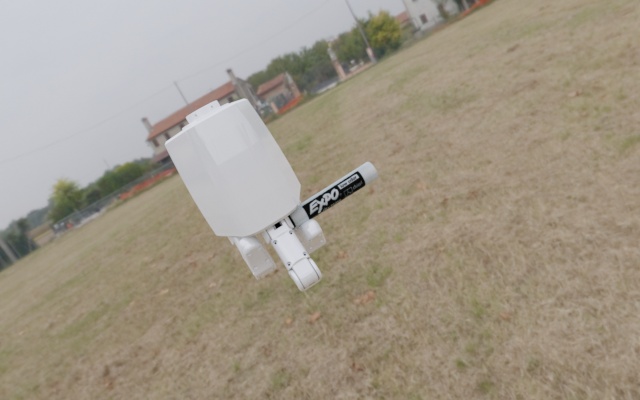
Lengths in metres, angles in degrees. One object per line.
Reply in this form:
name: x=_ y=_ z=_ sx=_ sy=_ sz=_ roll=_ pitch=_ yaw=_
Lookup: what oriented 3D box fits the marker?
marker: x=0.000 y=0.002 z=0.448 sx=0.121 sy=0.020 sz=0.020 roll=-32 pitch=7 yaw=-11
